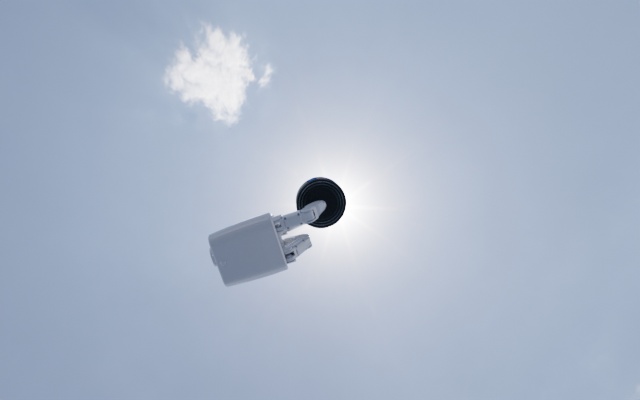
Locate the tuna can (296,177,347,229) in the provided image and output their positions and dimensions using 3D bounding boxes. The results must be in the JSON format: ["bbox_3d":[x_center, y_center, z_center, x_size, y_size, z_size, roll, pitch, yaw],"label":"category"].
[{"bbox_3d":[0.000,0.003,0.819,0.086,0.086,0.033,0,10,-5],"label":"tuna can"}]
